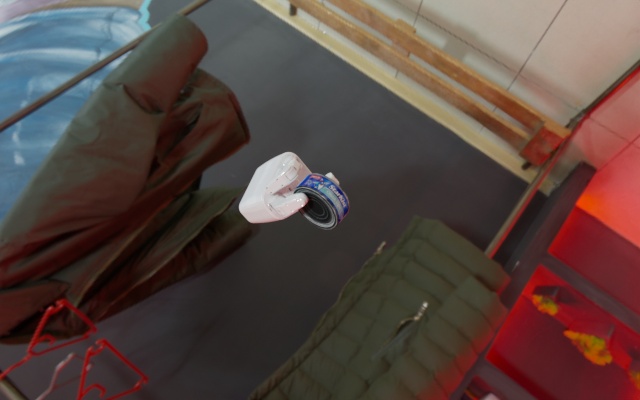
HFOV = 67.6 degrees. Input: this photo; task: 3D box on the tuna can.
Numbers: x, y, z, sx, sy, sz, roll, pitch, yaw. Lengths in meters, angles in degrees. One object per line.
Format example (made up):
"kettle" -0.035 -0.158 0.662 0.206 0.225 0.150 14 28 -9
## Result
"tuna can" 0.000 0.003 0.724 0.086 0.086 0.033 0 39 47
